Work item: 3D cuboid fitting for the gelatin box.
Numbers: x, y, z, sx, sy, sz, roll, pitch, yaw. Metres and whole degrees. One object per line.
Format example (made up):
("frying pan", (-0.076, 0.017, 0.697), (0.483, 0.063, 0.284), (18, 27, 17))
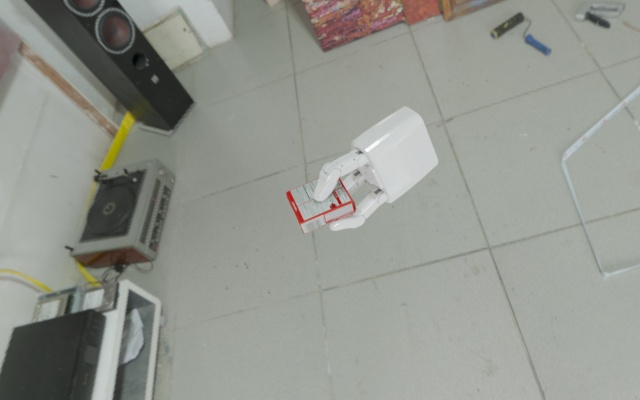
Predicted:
("gelatin box", (0.000, 0.002, 0.735), (0.089, 0.073, 0.030), (-23, -41, -5))
